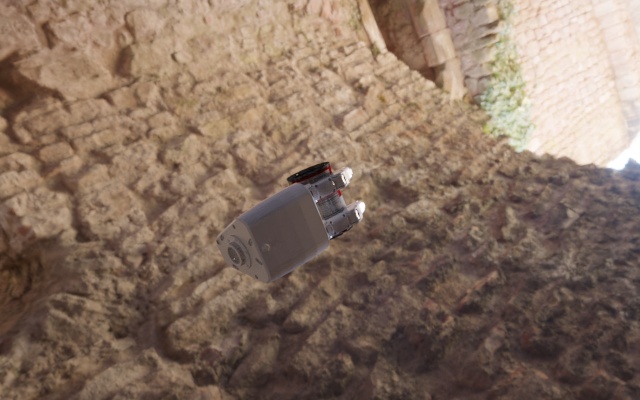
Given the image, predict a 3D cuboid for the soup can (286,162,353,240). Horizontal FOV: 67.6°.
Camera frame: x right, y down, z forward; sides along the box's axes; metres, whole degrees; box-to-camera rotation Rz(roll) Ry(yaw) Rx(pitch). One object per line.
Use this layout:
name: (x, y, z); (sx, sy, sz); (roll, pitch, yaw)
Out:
soup can: (0.001, 0.002, 0.705); (0.068, 0.102, 0.068); (-21, 11, 4)
